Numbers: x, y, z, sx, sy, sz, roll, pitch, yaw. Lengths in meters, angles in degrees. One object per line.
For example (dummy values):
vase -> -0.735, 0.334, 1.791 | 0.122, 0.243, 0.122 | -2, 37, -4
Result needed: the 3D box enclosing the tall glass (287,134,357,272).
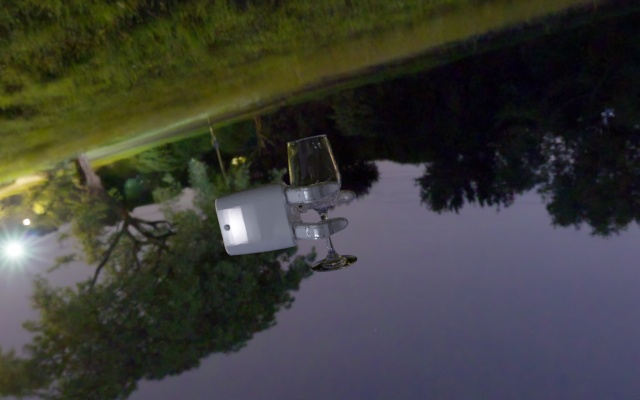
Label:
tall glass -> 0.000, 0.003, 0.732 | 0.079, 0.201, 0.079 | -12, 8, 2
